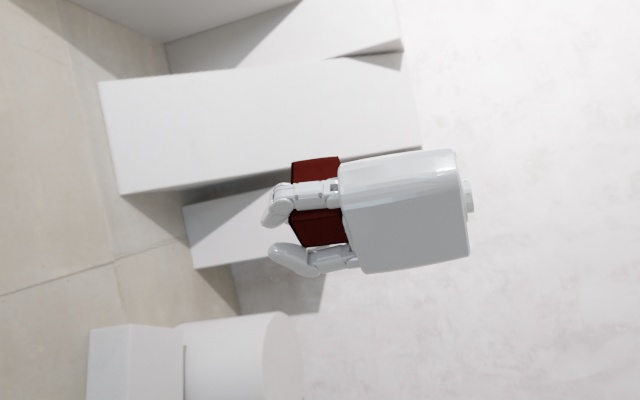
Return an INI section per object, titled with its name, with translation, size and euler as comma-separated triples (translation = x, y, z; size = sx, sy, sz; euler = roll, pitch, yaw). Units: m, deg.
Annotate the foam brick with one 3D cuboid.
[foam brick]
translation = 0.000, 0.001, 0.489
size = 0.051, 0.078, 0.053
euler = -9, -37, 12
